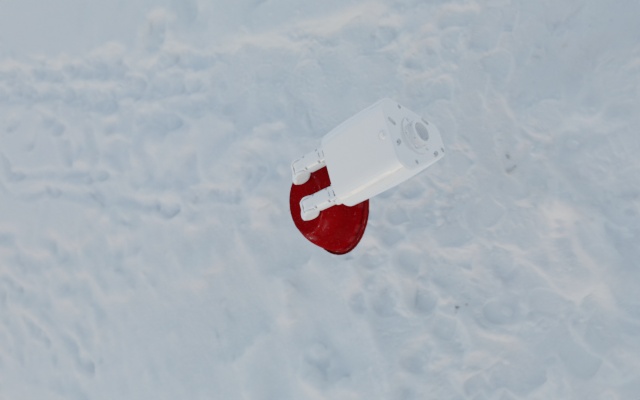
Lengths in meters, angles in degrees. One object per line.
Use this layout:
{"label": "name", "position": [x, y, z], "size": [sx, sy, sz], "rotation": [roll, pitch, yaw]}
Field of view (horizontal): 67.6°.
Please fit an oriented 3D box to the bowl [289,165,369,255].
{"label": "bowl", "position": [-0.001, 0.003, 0.701], "size": [0.055, 0.162, 0.162], "rotation": [-3, 2, -34]}
